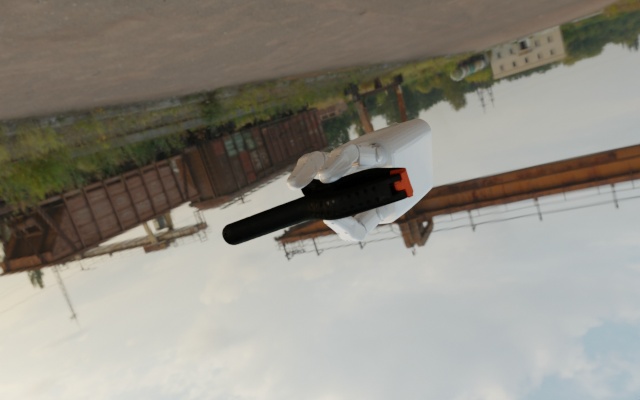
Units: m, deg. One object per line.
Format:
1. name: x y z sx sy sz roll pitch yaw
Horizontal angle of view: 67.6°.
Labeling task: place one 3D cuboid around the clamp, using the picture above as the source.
1. clamp: 0.001 0.002 0.526 0.210 0.036 0.164 -8 20 45
